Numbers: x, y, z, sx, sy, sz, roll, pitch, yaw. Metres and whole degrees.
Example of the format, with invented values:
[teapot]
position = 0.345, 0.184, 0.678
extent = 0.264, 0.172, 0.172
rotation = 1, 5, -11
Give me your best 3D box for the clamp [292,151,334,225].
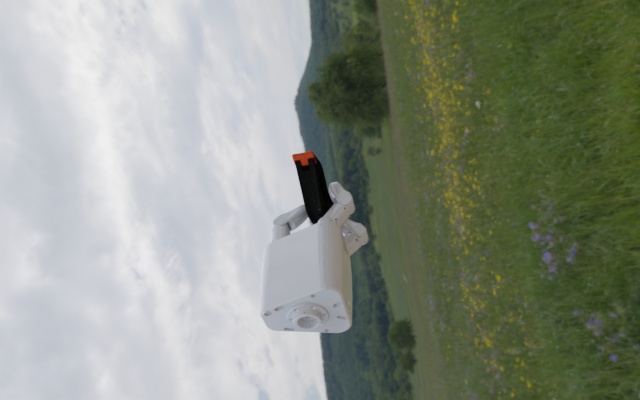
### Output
[clamp]
position = -0.001, 0.002, 0.696
extent = 0.036, 0.210, 0.164
rotation = -10, 41, 8
